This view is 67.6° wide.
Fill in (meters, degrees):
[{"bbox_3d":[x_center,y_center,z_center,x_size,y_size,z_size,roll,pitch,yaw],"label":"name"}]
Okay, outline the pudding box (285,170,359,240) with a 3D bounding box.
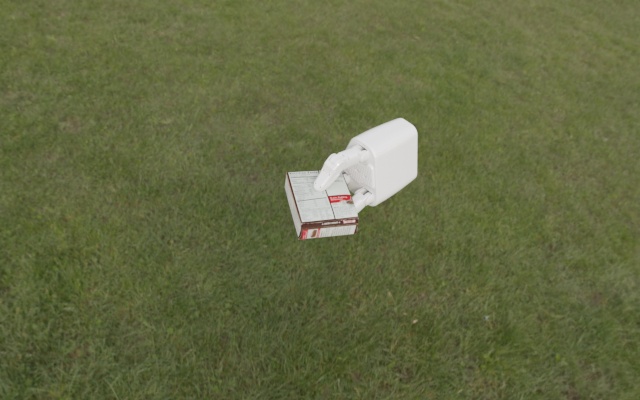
[{"bbox_3d":[0.000,0.002,0.717,0.090,0.039,0.113,-6,45,-13],"label":"pudding box"}]
